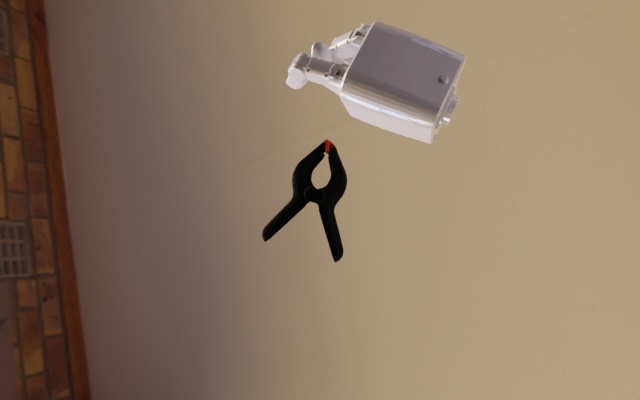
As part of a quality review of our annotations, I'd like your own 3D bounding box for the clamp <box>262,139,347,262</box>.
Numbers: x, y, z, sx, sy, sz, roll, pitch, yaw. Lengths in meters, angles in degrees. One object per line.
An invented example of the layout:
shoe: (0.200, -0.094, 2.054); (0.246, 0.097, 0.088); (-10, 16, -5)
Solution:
clamp: (0.000, 0.002, 0.686); (0.120, 0.171, 0.039); (24, 4, 1)
